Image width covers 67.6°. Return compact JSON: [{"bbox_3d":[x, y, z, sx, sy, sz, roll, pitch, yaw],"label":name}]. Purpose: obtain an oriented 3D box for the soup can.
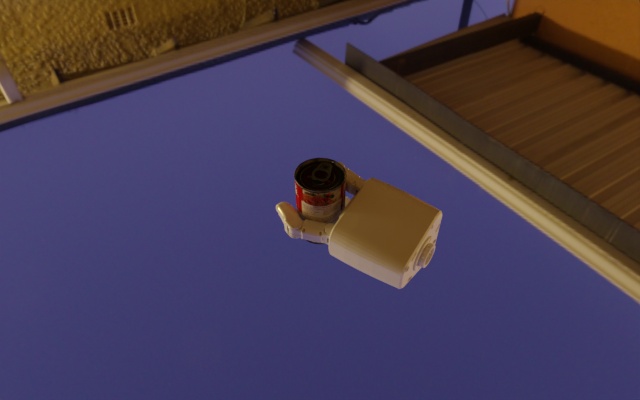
[{"bbox_3d":[0.000,0.002,0.651,0.068,0.102,0.068,0,44,0],"label":"soup can"}]
